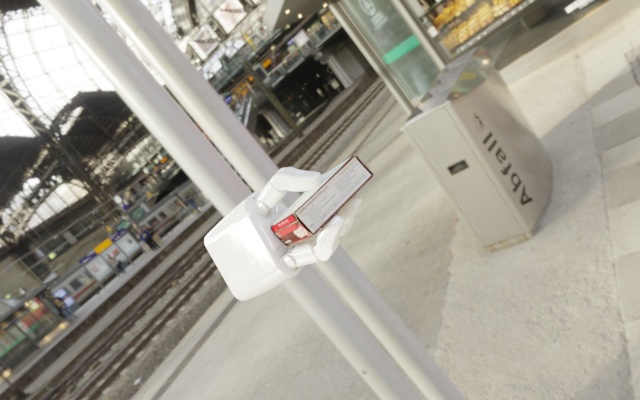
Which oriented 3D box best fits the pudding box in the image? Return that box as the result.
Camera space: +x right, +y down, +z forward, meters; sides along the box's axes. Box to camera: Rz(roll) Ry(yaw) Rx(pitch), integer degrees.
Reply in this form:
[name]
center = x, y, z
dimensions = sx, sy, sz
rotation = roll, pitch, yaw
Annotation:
[pudding box]
center = 0.000, 0.002, 0.571
dimensions = 0.113, 0.039, 0.090
rotation = -46, 8, -25
